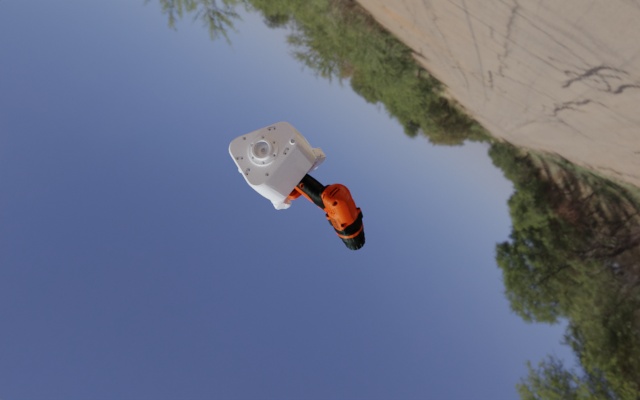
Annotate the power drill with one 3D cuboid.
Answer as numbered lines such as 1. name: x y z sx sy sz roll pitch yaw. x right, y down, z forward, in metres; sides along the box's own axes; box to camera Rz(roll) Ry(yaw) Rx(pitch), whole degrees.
1. power drill: 0.000 0.003 0.878 0.187 0.057 0.185 33 -20 32
